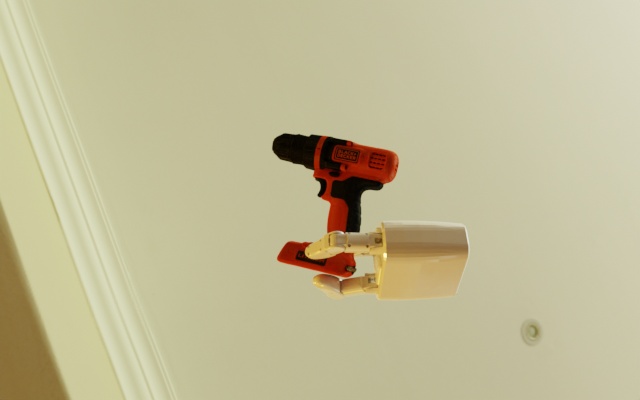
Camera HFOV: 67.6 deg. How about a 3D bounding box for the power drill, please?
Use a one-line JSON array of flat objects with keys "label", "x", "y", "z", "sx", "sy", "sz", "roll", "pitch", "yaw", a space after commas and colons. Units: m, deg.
[{"label": "power drill", "x": 0.000, "y": 0.003, "z": 0.658, "sx": 0.184, "sy": 0.187, "sz": 0.057, "roll": 12, "pitch": -6, "yaw": 19}]
